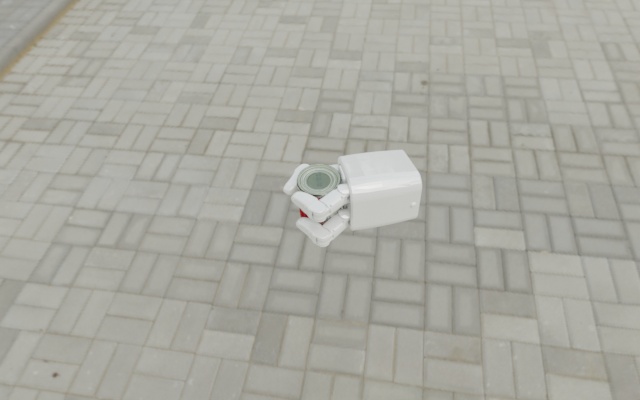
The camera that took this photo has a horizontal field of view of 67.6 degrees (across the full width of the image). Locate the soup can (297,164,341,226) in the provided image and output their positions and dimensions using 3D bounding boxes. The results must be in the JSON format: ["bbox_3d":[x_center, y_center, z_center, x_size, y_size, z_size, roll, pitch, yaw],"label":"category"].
[{"bbox_3d":[0.000,0.002,0.737,0.068,0.068,0.102,0,-42,4],"label":"soup can"}]
